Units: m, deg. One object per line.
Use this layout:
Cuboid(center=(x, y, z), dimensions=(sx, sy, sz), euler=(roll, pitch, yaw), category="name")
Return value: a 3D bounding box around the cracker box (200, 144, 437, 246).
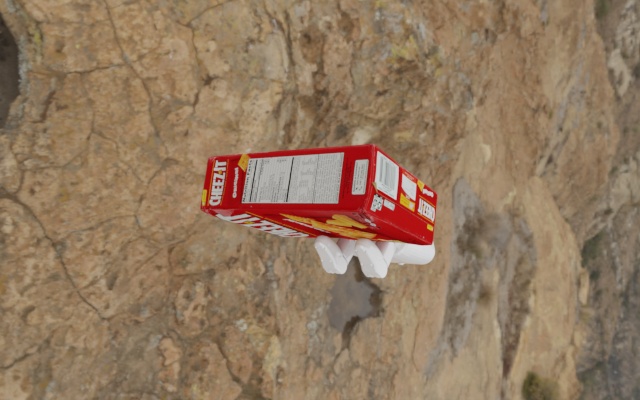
Cuboid(center=(0.000, 0.002, 0.537), dimensions=(0.213, 0.072, 0.164), euler=(-1, -15, 34), category="cracker box")
